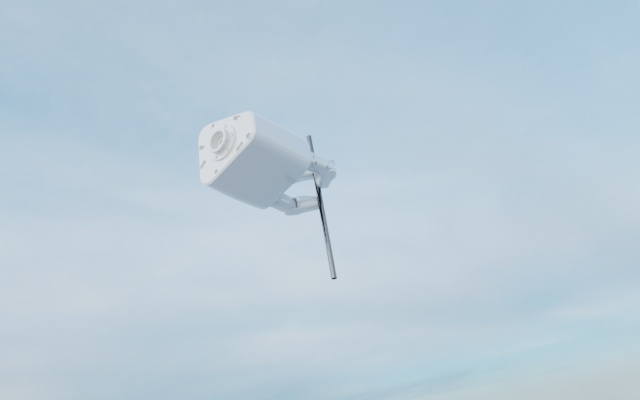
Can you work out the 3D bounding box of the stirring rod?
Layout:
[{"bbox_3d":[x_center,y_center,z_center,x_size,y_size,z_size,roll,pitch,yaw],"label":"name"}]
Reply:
[{"bbox_3d":[0.000,0.002,0.712,0.011,0.239,0.011,-8,-27,-4],"label":"stirring rod"}]
